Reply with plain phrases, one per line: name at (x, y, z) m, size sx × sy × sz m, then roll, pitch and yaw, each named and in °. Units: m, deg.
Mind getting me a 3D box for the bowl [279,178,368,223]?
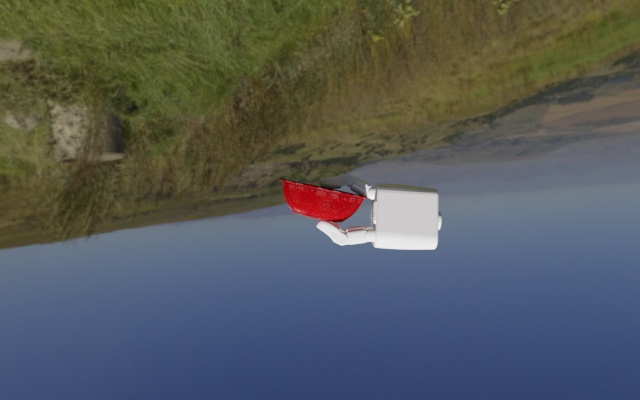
bowl at (-0.001, 0.003, 0.852) m, size 0.162 × 0.055 × 0.162 m, roll 12°, pitch 2°, yaw 0°
